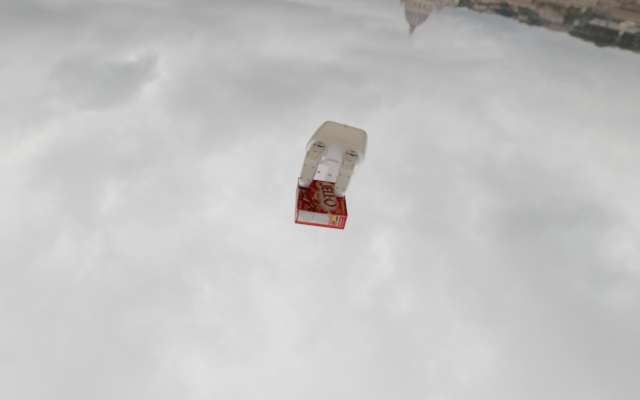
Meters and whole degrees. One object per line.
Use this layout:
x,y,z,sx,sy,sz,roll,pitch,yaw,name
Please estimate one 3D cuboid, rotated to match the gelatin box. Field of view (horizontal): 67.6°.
0.000,0.003,0.706,0.073,0.030,0.089,8,34,-7,gelatin box
